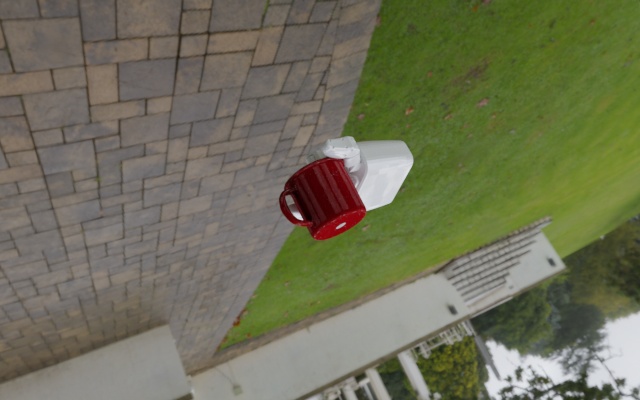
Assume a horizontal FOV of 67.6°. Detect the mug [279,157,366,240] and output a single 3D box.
[{"bbox_3d":[-0.001,0.002,0.631,0.117,0.081,0.093,-12,-24,-37],"label":"mug"}]
